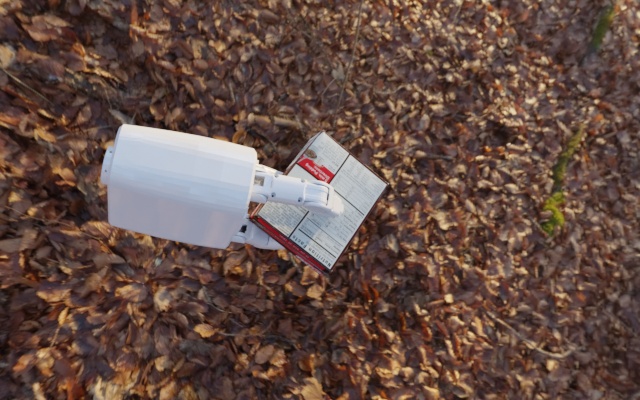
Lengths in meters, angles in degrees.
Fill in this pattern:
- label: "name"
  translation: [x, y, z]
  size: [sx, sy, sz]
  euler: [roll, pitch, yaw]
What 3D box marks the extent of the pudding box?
- label: "pudding box"
  translation: [0.000, 0.001, 0.463]
  size: [0.090, 0.113, 0.039]
  euler: [39, -19, -8]
